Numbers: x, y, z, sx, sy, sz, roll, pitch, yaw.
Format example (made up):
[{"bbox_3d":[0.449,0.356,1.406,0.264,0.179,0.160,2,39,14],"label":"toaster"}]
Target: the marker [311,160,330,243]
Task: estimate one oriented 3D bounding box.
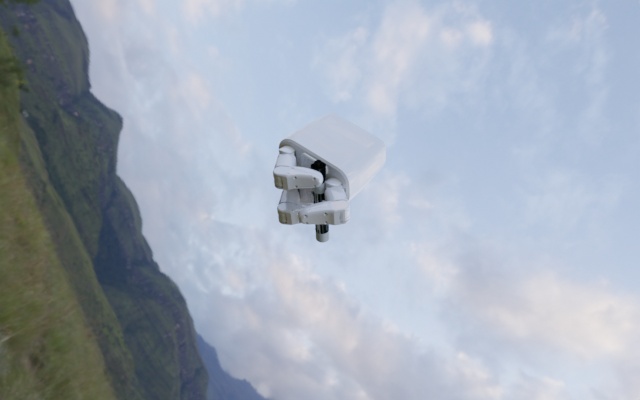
[{"bbox_3d":[0.000,0.002,0.611,0.020,0.121,0.020,-2,35,2],"label":"marker"}]
